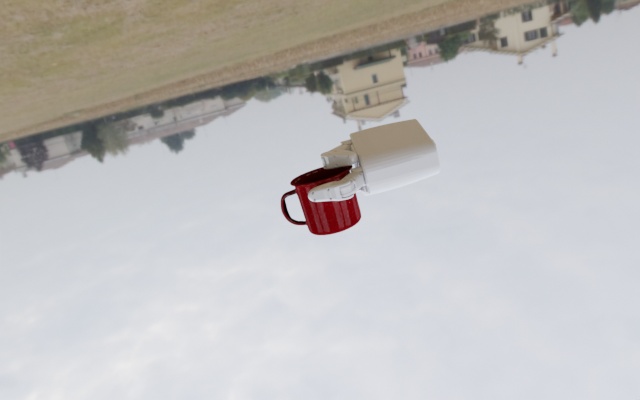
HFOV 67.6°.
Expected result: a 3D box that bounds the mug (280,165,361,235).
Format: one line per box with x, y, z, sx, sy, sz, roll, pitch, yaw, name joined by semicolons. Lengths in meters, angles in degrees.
-0.001;0.003;0.695;0.117;0.081;0.093;-16;15;3;mug
